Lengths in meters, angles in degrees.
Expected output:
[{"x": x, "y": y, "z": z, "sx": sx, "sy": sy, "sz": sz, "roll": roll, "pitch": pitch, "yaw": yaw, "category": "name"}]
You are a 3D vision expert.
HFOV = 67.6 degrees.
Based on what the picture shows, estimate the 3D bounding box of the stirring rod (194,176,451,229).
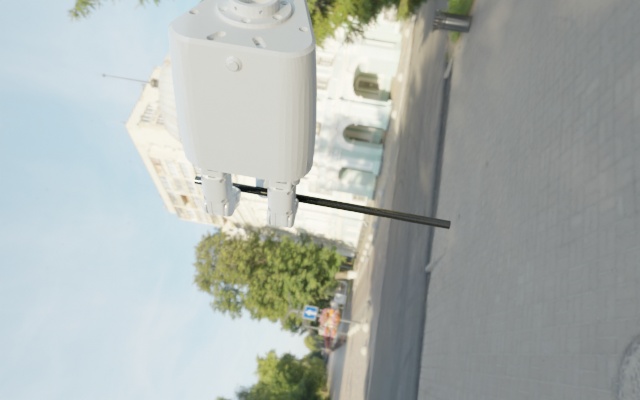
[{"x": 0.000, "y": 0.001, "z": 0.445, "sx": 0.239, "sy": 0.011, "sz": 0.011, "roll": 10, "pitch": 1, "yaw": 3, "category": "stirring rod"}]
